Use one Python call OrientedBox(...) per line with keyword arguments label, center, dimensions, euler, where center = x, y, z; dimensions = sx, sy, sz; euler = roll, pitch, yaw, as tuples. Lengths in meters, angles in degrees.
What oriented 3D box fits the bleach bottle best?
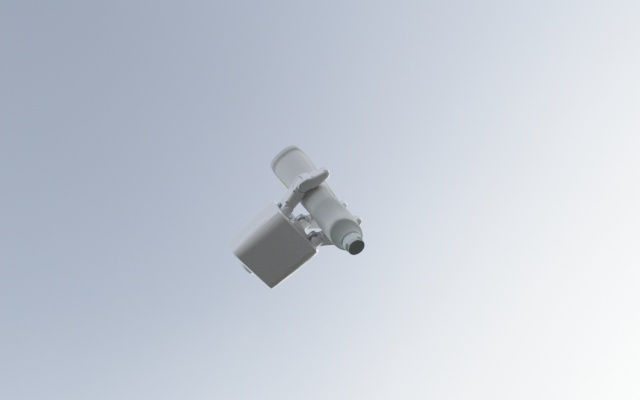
OrientedBox(label="bleach bottle", center=(0.000, 0.003, 0.806), dimensions=(0.103, 0.068, 0.250), euler=(48, 3, -40))
